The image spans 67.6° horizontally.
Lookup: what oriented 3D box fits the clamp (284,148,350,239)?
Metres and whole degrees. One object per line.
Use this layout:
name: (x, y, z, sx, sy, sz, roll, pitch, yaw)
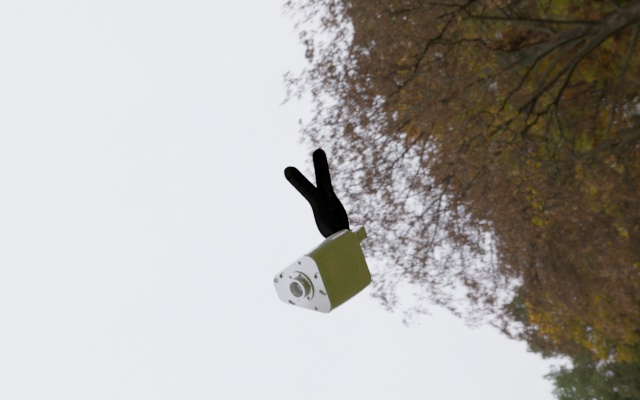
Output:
clamp: (0.000, 0.003, 0.773, 0.039, 0.171, 0.120, -22, 1, 38)
